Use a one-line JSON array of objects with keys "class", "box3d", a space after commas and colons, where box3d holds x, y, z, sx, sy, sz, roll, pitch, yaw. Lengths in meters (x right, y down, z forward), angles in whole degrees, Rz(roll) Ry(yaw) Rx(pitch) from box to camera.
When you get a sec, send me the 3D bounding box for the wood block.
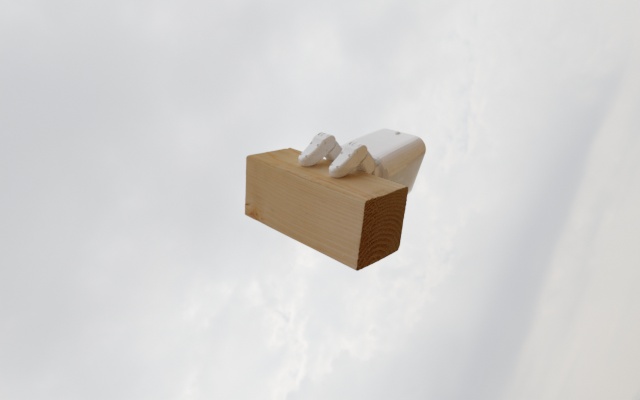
[{"class": "wood block", "box3d": [0.000, 0.002, 0.629, 0.206, 0.091, 0.090, 22, 27, 38]}]
